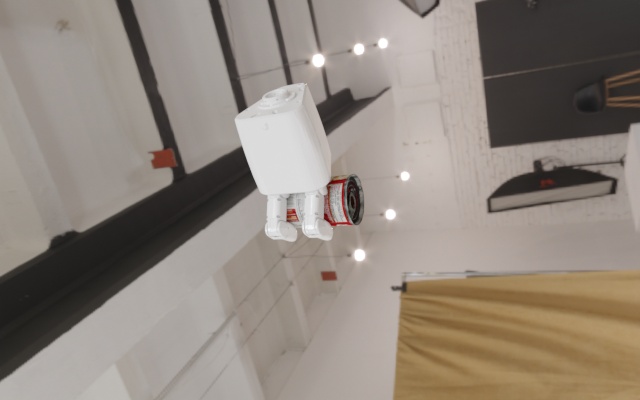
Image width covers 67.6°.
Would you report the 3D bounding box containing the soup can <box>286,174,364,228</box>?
[{"bbox_3d":[0.000,0.002,0.645,0.102,0.068,0.068,-4,-2,24],"label":"soup can"}]
